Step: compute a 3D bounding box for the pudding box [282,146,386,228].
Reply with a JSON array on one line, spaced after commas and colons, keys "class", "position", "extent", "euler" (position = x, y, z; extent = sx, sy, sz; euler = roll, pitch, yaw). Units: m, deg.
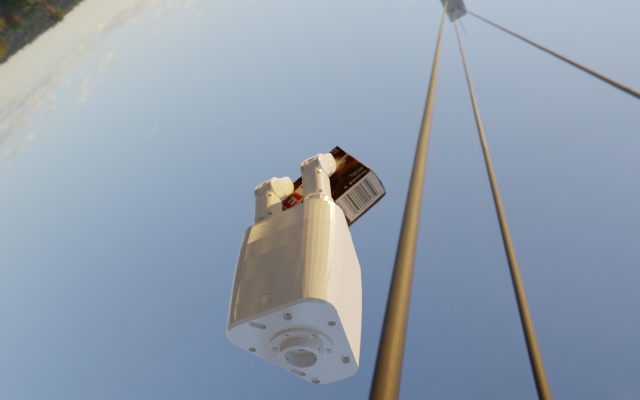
[{"class": "pudding box", "position": [0.000, 0.002, 0.491], "extent": [0.113, 0.039, 0.090], "euler": [-39, 30, -3]}]
